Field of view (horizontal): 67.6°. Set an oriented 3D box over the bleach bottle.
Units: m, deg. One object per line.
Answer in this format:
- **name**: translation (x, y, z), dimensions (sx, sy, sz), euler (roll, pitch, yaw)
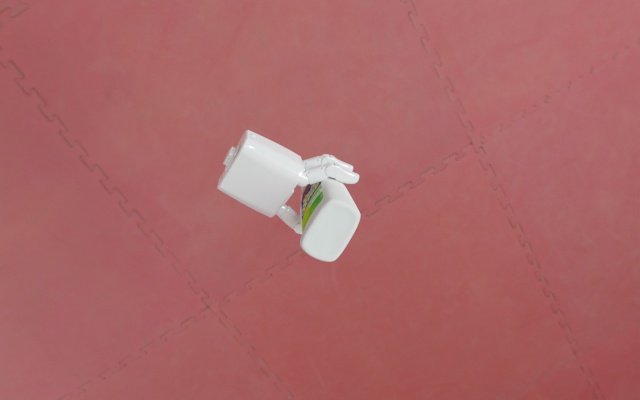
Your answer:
- **bleach bottle**: translation (0.000, 0.003, 0.819), dimensions (0.068, 0.102, 0.250), euler (27, 14, -16)
